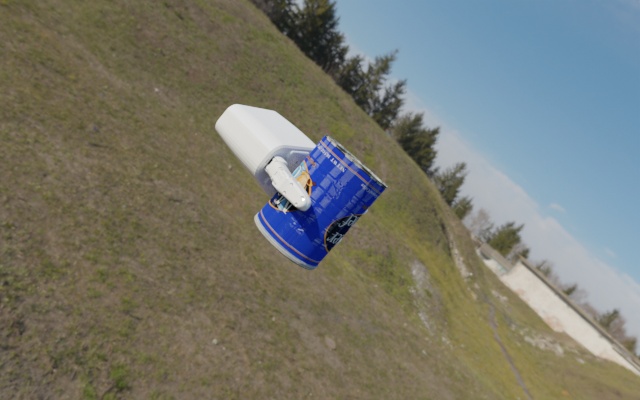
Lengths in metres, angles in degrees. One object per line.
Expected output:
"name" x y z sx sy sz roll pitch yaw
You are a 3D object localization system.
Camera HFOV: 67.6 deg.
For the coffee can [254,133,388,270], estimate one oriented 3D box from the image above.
"coffee can" 0.000 0.002 0.602 0.103 0.140 0.103 40 8 -7
